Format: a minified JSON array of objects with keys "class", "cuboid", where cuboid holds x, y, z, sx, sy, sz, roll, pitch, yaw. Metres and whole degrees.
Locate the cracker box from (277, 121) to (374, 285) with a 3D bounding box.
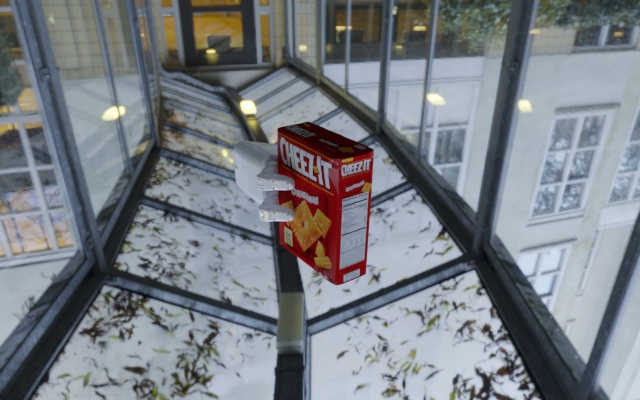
[{"class":"cracker box","cuboid":[0.000,0.003,0.751,0.072,0.214,0.164,-18,32,-32]}]
